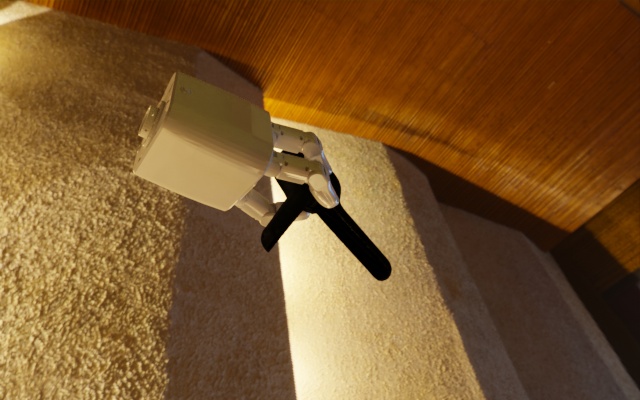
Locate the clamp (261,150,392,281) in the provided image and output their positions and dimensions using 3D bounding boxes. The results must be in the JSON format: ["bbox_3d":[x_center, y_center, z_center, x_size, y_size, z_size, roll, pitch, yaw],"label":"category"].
[{"bbox_3d":[-0.001,0.002,0.557,0.164,0.209,0.036,25,-57,-28],"label":"clamp"}]
